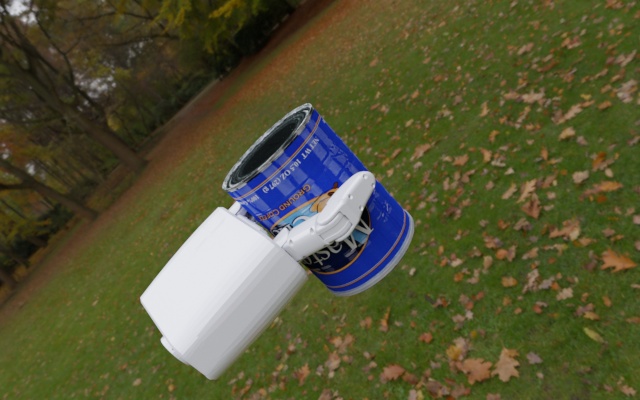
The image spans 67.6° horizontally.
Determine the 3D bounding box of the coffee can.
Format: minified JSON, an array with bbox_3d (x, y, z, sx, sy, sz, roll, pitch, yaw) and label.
[{"bbox_3d":[0.000,0.001,0.422,0.140,0.102,0.103,46,-19,-19],"label":"coffee can"}]
